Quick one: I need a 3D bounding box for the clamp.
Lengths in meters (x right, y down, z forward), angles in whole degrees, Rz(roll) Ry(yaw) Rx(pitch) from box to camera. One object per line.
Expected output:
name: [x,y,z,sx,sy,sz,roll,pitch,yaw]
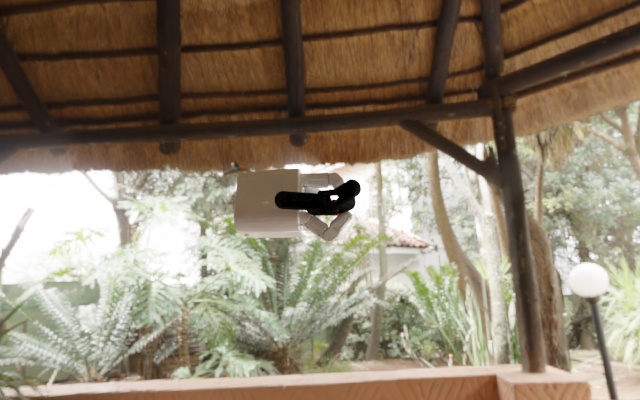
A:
clamp: [0.000,0.002,0.715,0.120,0.039,0.171,-2,-12,4]
